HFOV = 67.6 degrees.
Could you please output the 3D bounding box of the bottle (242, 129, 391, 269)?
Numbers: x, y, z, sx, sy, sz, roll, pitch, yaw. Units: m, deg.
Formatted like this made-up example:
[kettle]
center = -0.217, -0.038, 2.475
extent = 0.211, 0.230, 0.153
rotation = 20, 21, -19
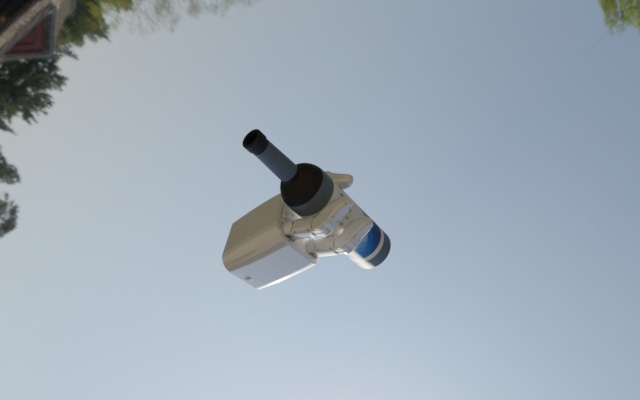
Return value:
[bottle]
center = 0.000, 0.002, 0.653
extent = 0.069, 0.069, 0.296
rotation = 0, -31, 40
